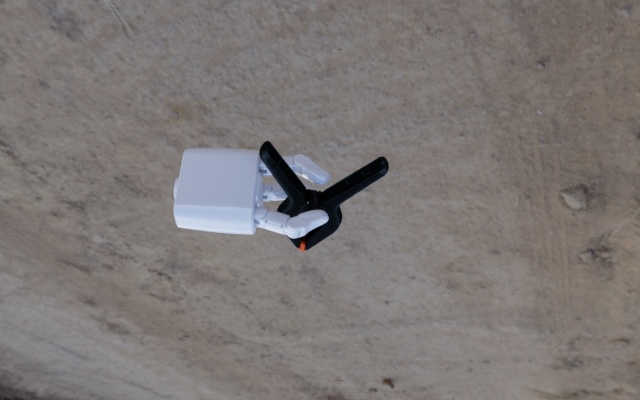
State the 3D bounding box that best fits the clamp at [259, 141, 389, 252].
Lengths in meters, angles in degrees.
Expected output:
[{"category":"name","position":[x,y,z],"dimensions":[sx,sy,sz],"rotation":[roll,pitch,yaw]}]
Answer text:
[{"category":"clamp","position":[0.000,0.003,0.665],"dimensions":[0.164,0.036,0.210],"rotation":[3,-40,-2]}]
